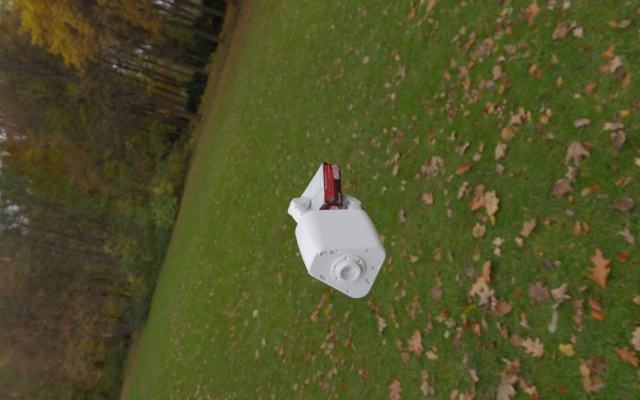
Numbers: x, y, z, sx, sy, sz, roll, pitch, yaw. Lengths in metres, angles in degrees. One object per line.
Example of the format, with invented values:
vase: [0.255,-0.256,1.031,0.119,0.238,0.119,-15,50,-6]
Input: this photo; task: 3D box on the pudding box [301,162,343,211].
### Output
pudding box: [0.000,0.003,0.825,0.039,0.090,0.113,15,-39,-19]
